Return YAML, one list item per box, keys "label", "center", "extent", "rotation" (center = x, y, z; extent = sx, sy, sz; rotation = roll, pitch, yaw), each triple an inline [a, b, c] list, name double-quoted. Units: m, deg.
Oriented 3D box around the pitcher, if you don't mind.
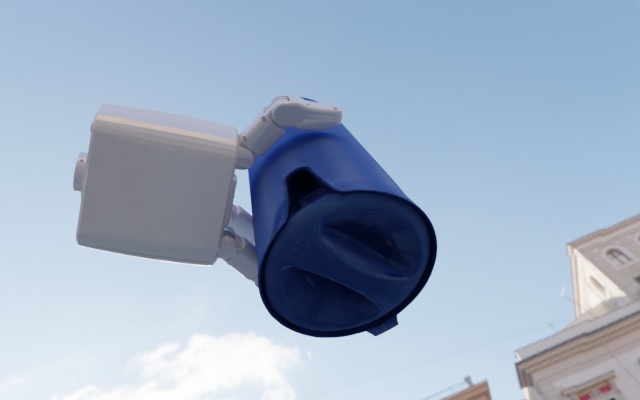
- label: "pitcher"
  center: [0.000, 0.001, 0.442]
  extent: [0.145, 0.149, 0.242]
  rotation: [10, 27, -20]
